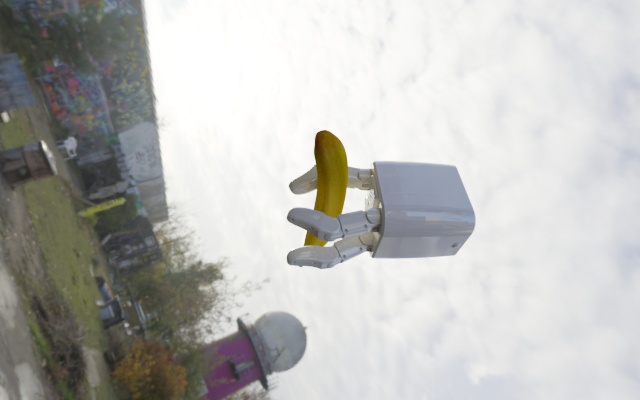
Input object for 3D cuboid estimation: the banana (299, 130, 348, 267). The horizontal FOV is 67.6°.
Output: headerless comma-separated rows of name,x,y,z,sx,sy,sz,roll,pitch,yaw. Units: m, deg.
banana,0.007,-0.006,0.552,0.037,0.198,0.069,20,41,14
